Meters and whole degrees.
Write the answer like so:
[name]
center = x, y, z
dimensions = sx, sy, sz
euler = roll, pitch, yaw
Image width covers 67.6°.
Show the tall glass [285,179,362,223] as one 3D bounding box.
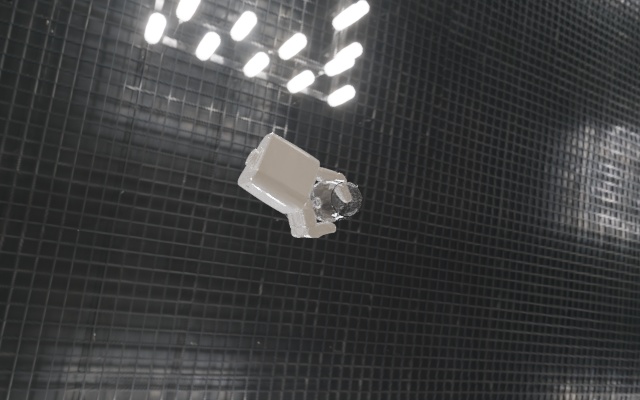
[tall glass]
center = 0.000, 0.003, 0.896
dimensions = 0.079, 0.079, 0.201
euler = 0, -3, -27
